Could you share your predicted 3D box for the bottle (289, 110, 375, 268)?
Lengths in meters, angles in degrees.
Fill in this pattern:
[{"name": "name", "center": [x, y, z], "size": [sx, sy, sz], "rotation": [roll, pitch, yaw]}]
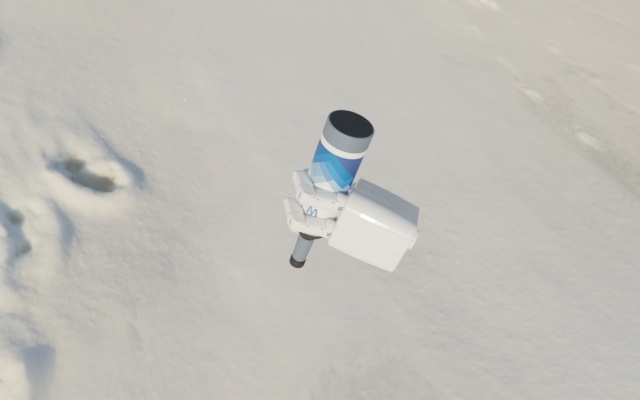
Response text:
[{"name": "bottle", "center": [0.000, 0.002, 0.731], "size": [0.069, 0.296, 0.069], "rotation": [12, 41, -11]}]
